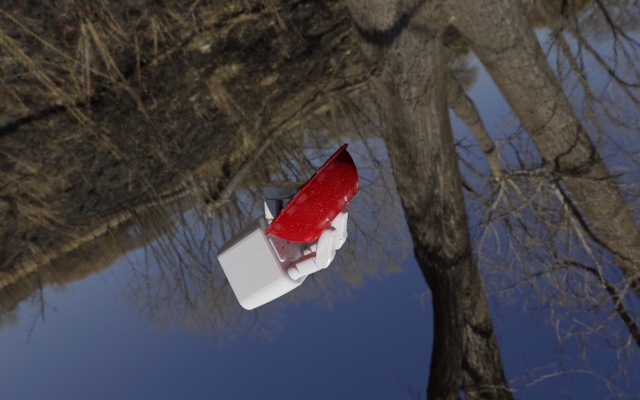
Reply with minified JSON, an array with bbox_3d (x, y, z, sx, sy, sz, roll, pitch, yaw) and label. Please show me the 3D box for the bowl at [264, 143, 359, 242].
[{"bbox_3d":[0.001,0.002,0.626,0.055,0.162,0.162,42,1,1],"label":"bowl"}]
